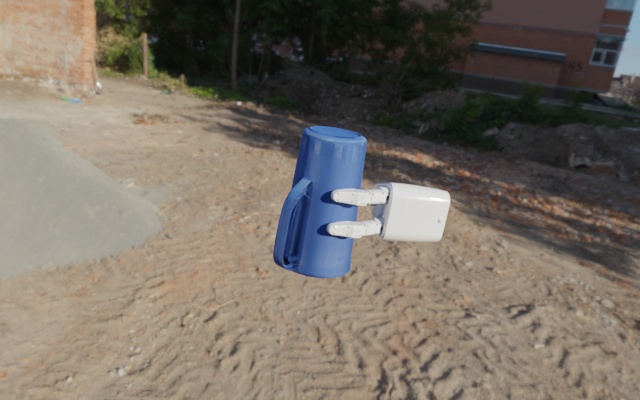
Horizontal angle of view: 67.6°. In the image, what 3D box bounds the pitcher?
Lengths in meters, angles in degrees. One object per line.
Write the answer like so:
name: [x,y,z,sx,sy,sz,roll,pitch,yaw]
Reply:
pitcher: [0.000,0.003,0.812,0.145,0.243,0.149,6,17,-8]
